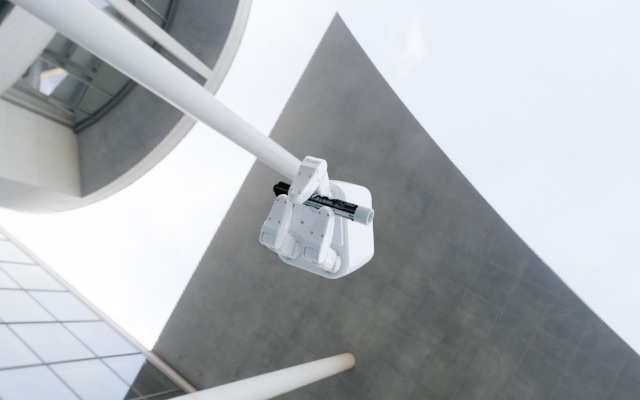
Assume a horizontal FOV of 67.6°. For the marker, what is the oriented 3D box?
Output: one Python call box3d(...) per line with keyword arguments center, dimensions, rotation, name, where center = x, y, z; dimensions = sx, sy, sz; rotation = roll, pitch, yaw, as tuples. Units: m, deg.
box3d(center=(0.000, 0.002, 0.528), dimensions=(0.121, 0.020, 0.020), rotation=(17, 7, 24), name="marker")
